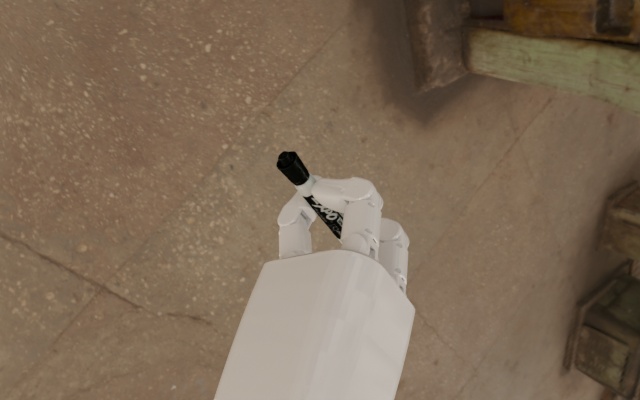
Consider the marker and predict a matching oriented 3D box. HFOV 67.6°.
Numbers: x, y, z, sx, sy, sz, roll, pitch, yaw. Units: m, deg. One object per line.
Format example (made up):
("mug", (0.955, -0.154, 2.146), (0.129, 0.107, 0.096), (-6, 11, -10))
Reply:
("marker", (0.000, 0.001, 0.401), (0.020, 0.020, 0.121), (0, -36, 36))
